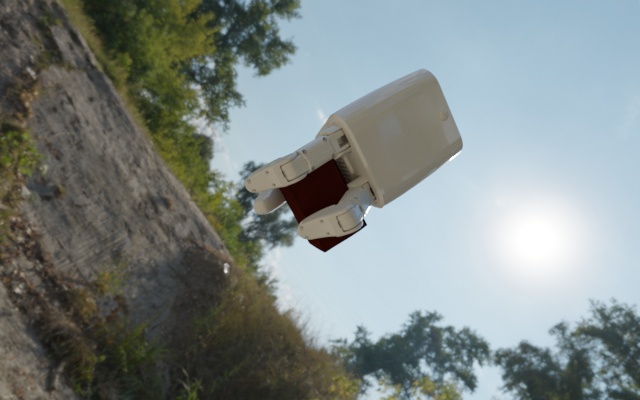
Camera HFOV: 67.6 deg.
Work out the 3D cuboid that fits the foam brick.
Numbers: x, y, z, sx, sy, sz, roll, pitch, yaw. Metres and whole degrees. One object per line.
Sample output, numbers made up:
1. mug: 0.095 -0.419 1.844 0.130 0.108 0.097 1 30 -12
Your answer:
1. foam brick: 0.000 0.002 0.460 0.051 0.078 0.053 -31 16 -12
